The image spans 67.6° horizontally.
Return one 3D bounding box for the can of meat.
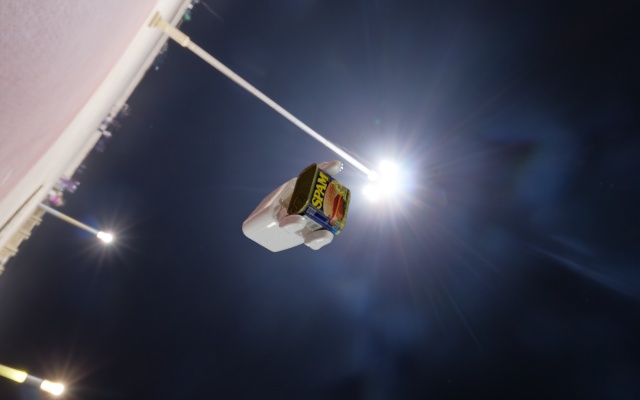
[{"bbox_3d":[0.000,0.003,0.803,0.084,0.102,0.057,34,-40,-25],"label":"can of meat"}]
